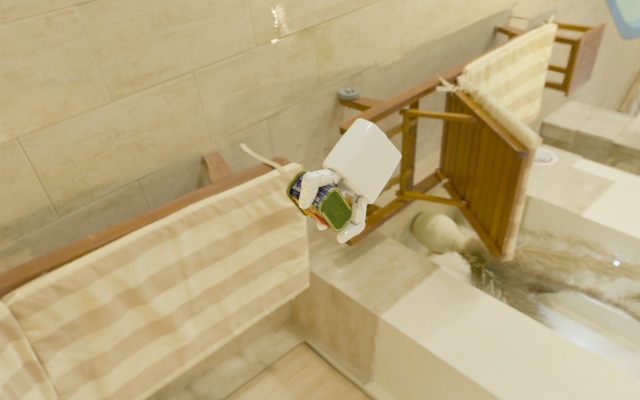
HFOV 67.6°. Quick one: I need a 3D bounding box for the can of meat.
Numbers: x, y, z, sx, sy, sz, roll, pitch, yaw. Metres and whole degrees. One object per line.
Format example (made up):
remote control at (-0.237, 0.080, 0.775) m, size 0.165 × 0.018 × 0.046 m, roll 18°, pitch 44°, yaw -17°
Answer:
can of meat at (0.000, 0.003, 0.839) m, size 0.084 × 0.057 × 0.102 m, roll 28°, pitch -16°, yaw 37°
